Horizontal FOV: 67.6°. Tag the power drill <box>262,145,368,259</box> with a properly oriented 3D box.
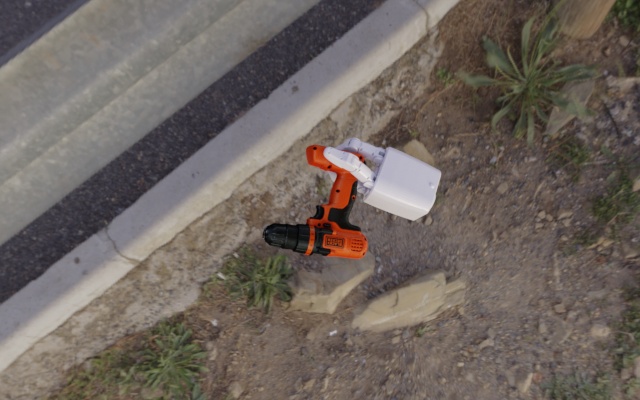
[{"bbox_3d":[0.000,0.002,0.830,0.184,0.187,0.057,10,-6,-18],"label":"power drill"}]
